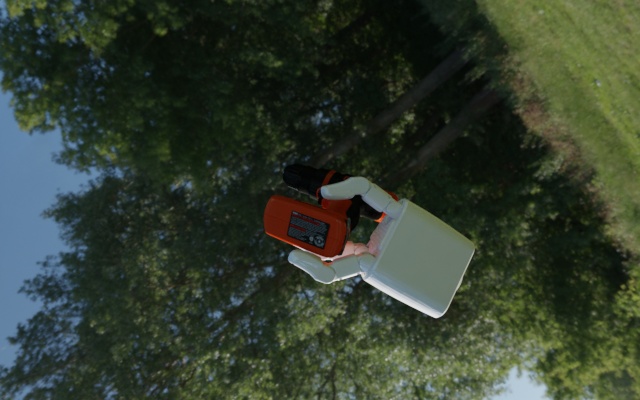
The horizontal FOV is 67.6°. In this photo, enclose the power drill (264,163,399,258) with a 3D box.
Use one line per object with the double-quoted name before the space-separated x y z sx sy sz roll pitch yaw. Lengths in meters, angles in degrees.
"power drill" 0.000 0.002 0.650 0.184 0.057 0.187 18 23 18
